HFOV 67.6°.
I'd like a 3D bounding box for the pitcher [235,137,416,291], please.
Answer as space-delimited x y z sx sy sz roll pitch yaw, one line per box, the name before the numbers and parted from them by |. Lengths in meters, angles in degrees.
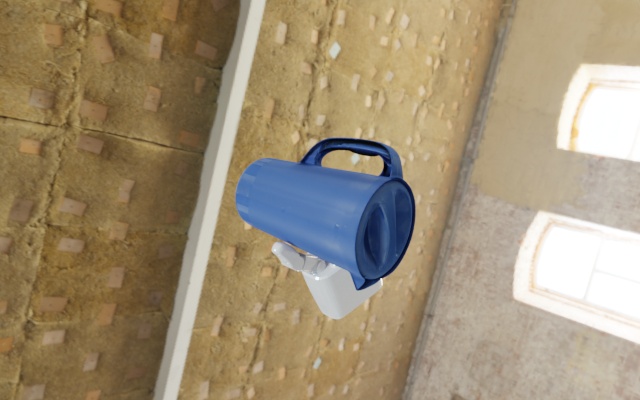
pitcher | 0.000 0.002 0.658 0.243 0.145 0.149 17 52 38
